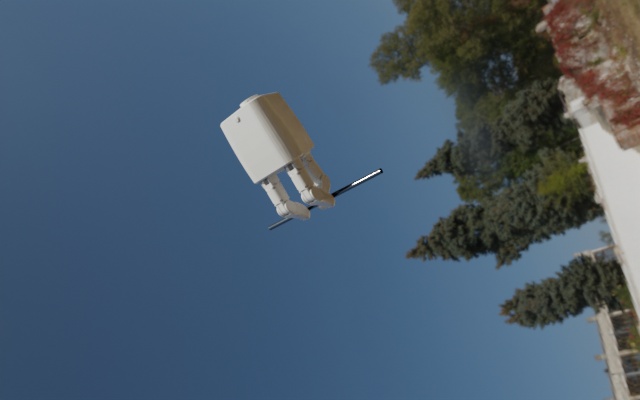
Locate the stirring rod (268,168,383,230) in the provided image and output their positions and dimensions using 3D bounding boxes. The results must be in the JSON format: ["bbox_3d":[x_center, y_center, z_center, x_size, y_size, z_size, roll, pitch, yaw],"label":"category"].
[{"bbox_3d":[0.000,0.002,0.752,0.239,0.011,0.011,-27,-17,36],"label":"stirring rod"}]
